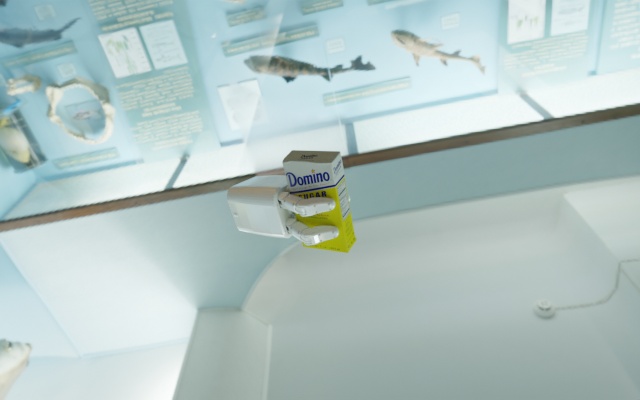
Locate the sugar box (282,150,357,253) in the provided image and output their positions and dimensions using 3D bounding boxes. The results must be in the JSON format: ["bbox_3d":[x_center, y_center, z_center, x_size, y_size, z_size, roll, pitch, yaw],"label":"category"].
[{"bbox_3d":[0.000,0.003,0.805,0.093,0.176,0.048,4,36,28],"label":"sugar box"}]
